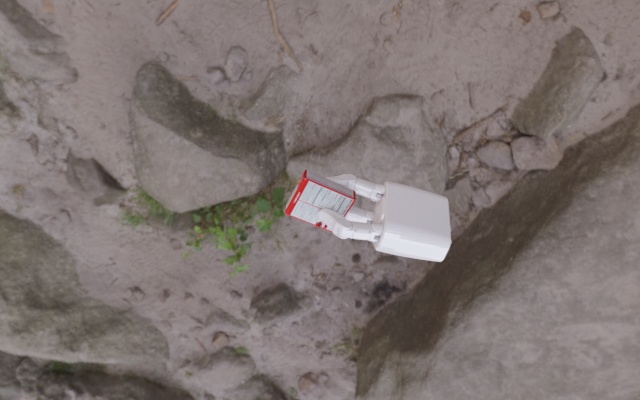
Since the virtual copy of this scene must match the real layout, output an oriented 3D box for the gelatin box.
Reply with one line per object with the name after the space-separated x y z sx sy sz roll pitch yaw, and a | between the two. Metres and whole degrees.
0.000 0.003 0.740 0.089 0.073 0.030 22 31 -14 | gelatin box
